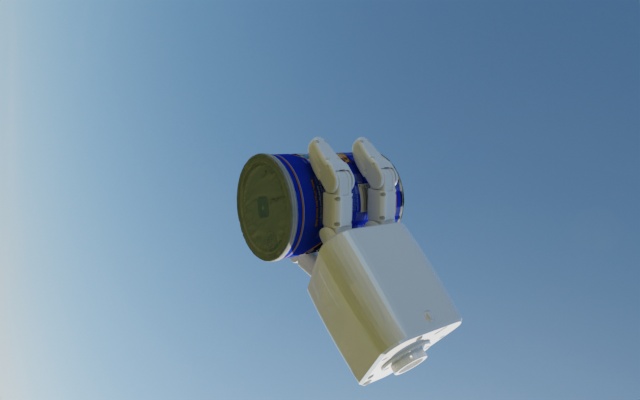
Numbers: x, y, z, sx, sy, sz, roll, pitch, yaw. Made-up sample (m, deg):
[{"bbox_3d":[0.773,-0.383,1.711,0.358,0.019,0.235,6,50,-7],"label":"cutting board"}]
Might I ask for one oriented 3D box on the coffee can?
[{"bbox_3d":[0.000,0.002,0.490,0.140,0.103,0.103,-6,3,-37],"label":"coffee can"}]
